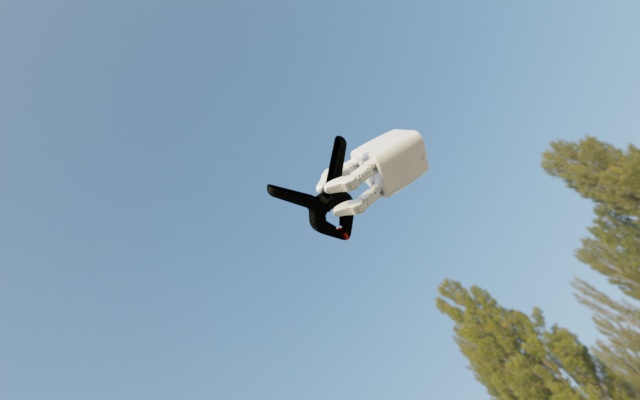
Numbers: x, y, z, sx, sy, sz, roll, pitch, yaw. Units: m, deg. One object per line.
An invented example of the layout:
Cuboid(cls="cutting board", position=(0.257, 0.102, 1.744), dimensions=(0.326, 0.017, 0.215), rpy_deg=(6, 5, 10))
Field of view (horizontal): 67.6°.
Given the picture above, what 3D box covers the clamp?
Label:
Cuboid(cls="clamp", position=(0.000, 0.003, 0.882), dimensions=(0.164, 0.210, 0.036), rpy_deg=(-30, 37, -13))
